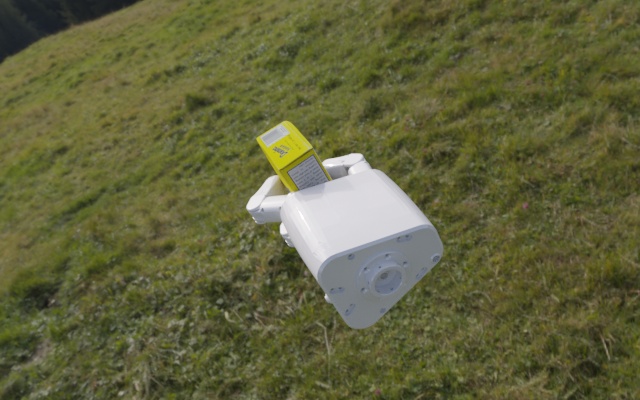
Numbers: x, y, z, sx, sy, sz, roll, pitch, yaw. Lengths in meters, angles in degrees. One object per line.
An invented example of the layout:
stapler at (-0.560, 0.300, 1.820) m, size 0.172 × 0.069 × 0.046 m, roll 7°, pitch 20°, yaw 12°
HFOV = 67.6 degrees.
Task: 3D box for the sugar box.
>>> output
sugar box at (0.000, 0.002, 0.533) m, size 0.048 × 0.176 × 0.093 m, roll -32°, pitch 34°, yaw -3°
